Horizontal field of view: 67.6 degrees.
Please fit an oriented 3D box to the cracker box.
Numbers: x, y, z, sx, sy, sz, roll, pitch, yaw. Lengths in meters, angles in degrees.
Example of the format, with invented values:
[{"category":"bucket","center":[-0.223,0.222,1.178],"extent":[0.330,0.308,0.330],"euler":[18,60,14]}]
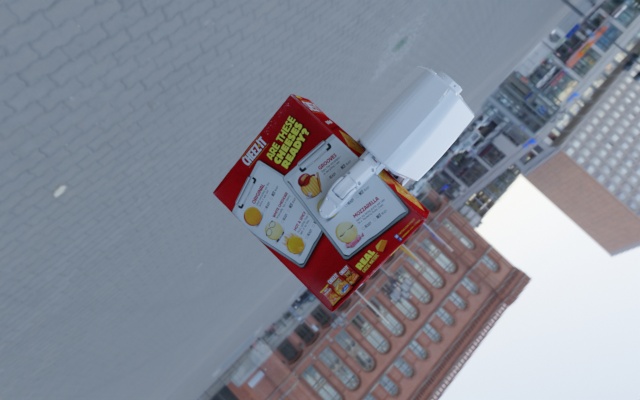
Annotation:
[{"category":"cracker box","center":[0.000,0.002,0.593],"extent":[0.213,0.164,0.072],"euler":[44,17,8]}]
